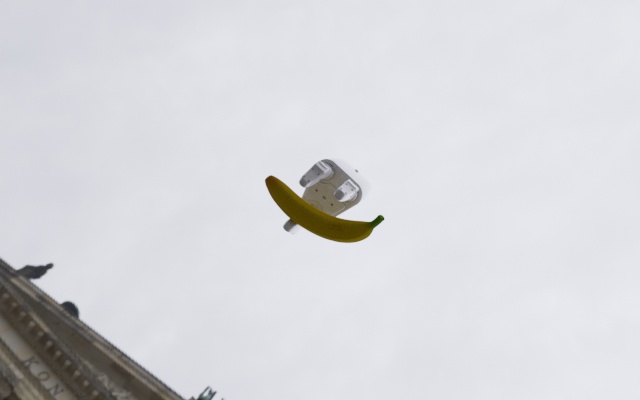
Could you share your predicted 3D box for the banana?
[{"bbox_3d":[-0.001,0.021,0.734,0.198,0.070,0.037,19,17,15],"label":"banana"}]
